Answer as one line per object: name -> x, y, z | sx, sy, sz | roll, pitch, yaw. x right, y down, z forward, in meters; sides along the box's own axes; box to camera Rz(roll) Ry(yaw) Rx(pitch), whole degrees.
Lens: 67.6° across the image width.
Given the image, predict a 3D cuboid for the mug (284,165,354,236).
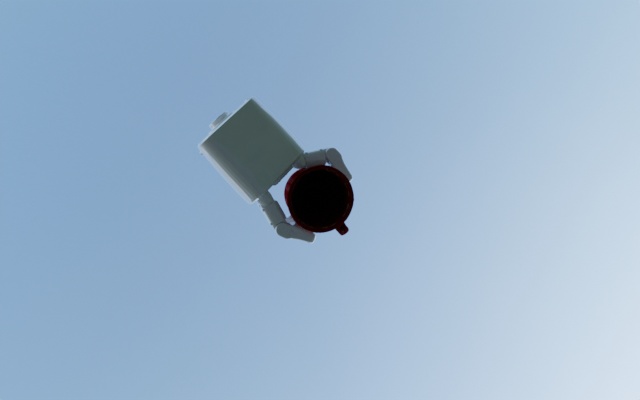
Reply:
mug -> 0.001, 0.003, 0.688 | 0.093, 0.117, 0.081 | -42, 14, -4
